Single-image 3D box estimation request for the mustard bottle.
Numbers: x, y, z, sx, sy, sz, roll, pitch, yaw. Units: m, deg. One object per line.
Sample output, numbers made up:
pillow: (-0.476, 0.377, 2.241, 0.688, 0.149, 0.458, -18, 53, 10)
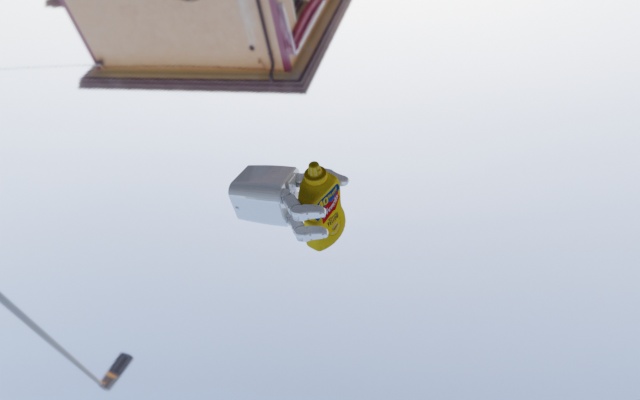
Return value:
mustard bottle: (0.000, 0.003, 0.889, 0.058, 0.192, 0.096, 26, 56, 31)
